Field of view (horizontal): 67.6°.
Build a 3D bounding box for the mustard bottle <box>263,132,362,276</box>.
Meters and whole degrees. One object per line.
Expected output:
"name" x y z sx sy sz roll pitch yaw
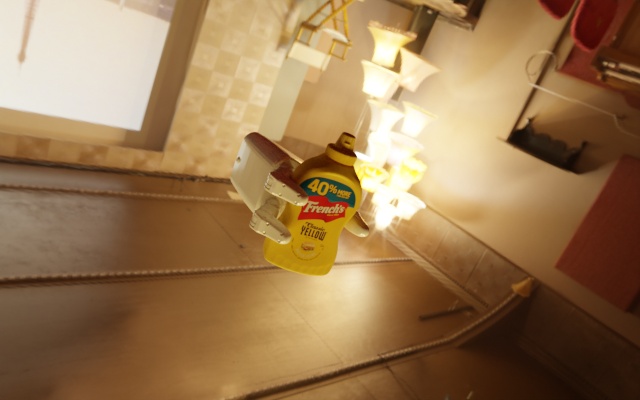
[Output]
"mustard bottle" 0.000 0.002 0.618 0.096 0.192 0.058 18 19 -15
